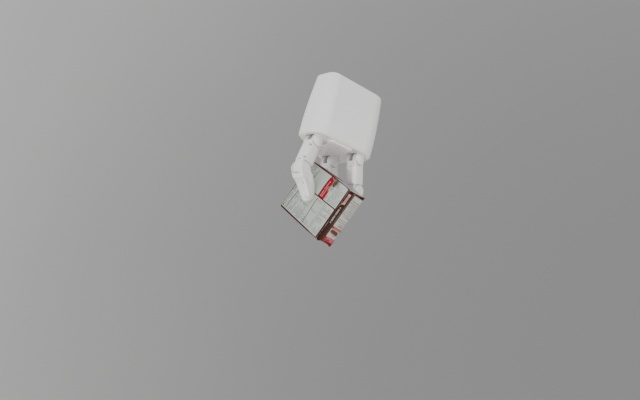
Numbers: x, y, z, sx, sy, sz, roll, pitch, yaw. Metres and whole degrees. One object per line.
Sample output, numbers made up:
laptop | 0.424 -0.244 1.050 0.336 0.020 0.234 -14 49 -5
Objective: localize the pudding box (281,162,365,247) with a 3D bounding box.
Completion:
pudding box | 0.000 0.002 0.723 0.039 0.090 0.113 30 7 -41
